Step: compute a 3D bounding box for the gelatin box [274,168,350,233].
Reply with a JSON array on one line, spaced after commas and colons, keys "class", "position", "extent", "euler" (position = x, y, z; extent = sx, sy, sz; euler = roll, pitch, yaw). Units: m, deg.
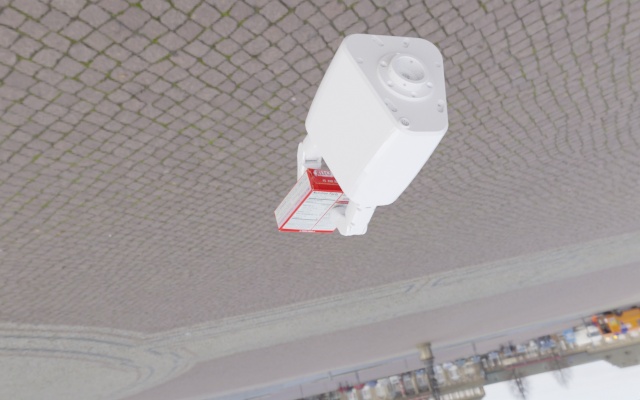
[{"class": "gelatin box", "position": [0.000, 0.002, 0.531], "extent": [0.073, 0.030, 0.089], "euler": [4, -35, -32]}]
